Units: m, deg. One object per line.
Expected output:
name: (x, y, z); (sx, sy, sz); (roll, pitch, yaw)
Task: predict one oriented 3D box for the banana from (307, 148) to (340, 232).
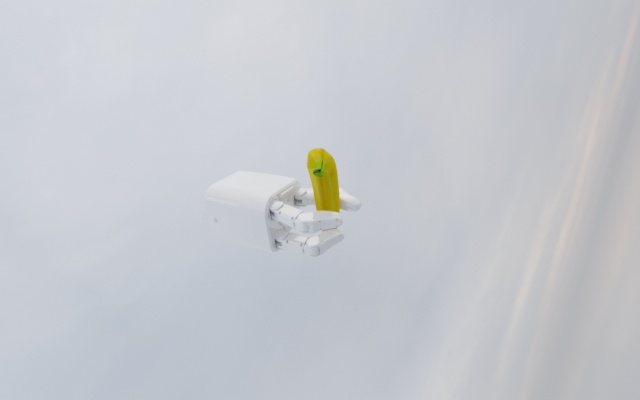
banana: (0.003, -0.016, 0.656); (0.037, 0.069, 0.198); (7, -27, 12)
